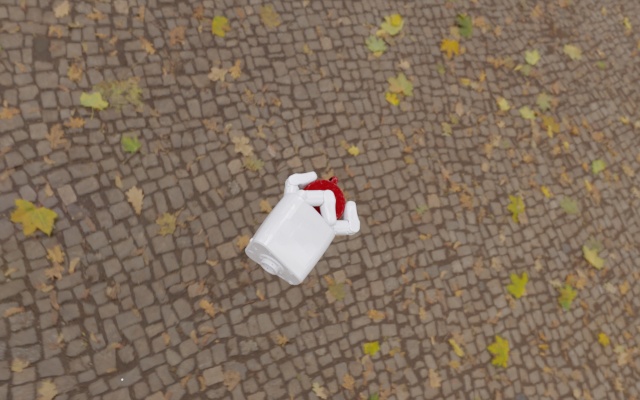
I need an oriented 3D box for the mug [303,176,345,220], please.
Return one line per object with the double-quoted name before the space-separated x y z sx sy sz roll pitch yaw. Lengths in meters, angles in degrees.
"mug" 0.001 0.002 0.876 0.093 0.117 0.081 37 -28 -6
